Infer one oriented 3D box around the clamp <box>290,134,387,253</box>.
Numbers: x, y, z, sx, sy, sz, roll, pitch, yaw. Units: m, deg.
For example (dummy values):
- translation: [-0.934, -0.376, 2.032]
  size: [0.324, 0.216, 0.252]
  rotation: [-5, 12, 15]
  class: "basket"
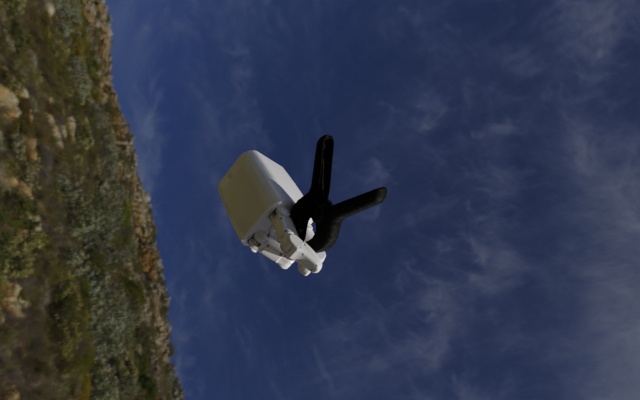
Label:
- translation: [0.000, 0.002, 0.629]
  size: [0.039, 0.120, 0.171]
  rotation: [6, -45, -49]
  class: "clamp"
